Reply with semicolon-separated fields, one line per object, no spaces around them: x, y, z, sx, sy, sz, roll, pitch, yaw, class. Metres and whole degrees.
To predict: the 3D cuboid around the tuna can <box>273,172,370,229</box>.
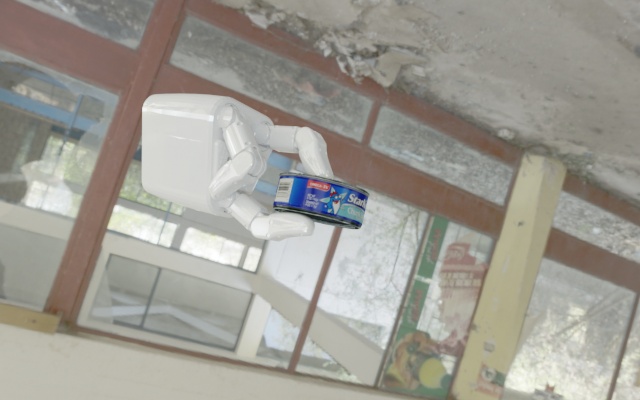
0.000;0.002;0.442;0.086;0.033;0.086;13;-7;2;tuna can
